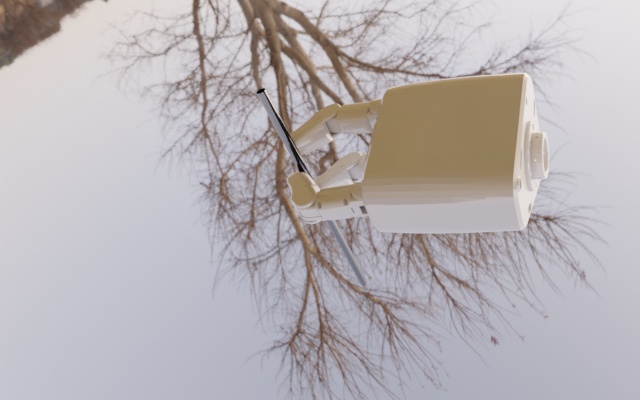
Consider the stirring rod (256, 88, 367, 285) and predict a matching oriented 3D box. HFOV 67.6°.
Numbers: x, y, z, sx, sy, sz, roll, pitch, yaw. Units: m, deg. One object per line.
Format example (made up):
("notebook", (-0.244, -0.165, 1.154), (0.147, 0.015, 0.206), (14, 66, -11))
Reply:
("stirring rod", (0.000, 0.001, 0.439), (0.011, 0.240, 0.011), (-18, 37, 14))
